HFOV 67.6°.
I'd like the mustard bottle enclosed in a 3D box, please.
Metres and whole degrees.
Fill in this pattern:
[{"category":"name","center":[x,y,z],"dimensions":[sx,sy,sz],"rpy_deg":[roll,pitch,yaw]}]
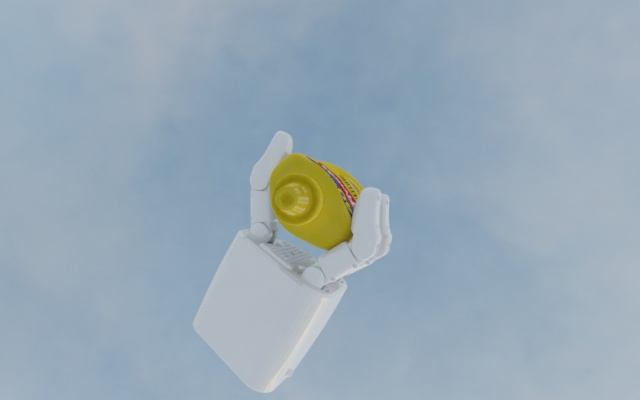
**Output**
[{"category":"mustard bottle","center":[0.000,0.001,0.445],"dimensions":[0.058,0.096,0.191],"rpy_deg":[-36,-11,12]}]
